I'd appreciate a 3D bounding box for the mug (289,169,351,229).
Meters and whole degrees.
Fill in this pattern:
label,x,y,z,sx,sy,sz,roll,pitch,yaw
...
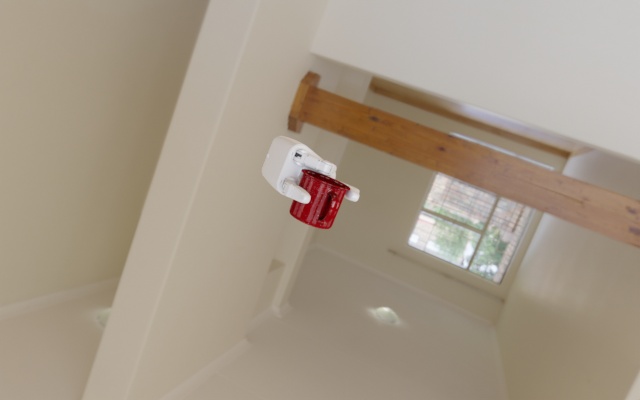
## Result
label,x,y,z,sx,sy,sz,roll,pitch,yaw
mug,0.001,0.003,0.831,0.093,0.081,0.117,16,11,-29
